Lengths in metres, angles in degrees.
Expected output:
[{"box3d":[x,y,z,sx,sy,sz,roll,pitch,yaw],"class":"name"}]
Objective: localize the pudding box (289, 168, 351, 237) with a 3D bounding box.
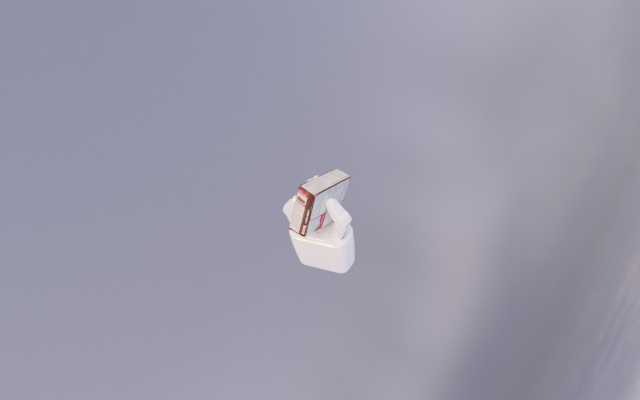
[{"box3d":[0.000,0.003,0.825,0.039,0.090,0.113,29,34,24],"class":"pudding box"}]
